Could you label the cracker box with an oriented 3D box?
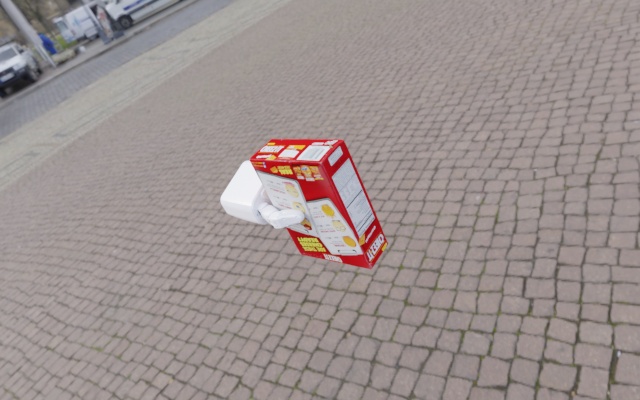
[{"bbox_3d":[0.000,0.003,0.781,0.164,0.214,0.072,6,44,43],"label":"cracker box"}]
